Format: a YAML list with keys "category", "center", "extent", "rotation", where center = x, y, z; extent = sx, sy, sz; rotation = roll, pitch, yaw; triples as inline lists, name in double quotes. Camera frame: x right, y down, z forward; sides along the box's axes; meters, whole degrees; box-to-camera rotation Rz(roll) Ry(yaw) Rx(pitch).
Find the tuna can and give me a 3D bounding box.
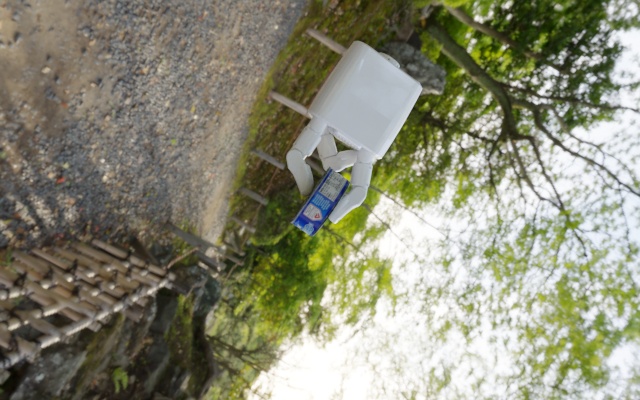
- category: "tuna can"
  center: [0.001, 0.002, 0.598]
  extent: [0.034, 0.086, 0.086]
  rotation: [35, -2, -2]
